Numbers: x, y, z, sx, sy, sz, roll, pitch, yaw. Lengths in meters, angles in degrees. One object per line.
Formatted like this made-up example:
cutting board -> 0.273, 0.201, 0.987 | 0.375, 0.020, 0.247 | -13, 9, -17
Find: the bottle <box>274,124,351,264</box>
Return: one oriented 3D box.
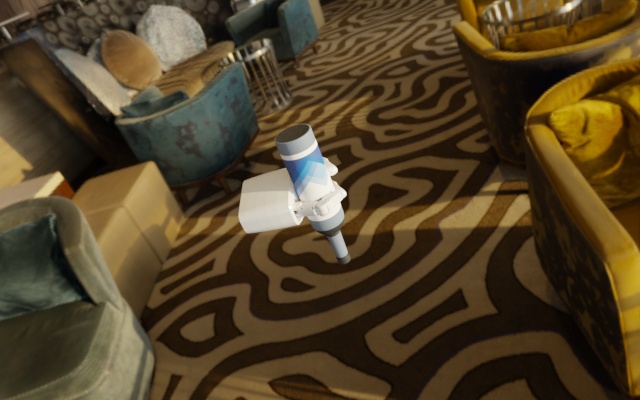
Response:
bottle -> 0.000, 0.003, 0.887 | 0.069, 0.296, 0.069 | -16, 31, 10
